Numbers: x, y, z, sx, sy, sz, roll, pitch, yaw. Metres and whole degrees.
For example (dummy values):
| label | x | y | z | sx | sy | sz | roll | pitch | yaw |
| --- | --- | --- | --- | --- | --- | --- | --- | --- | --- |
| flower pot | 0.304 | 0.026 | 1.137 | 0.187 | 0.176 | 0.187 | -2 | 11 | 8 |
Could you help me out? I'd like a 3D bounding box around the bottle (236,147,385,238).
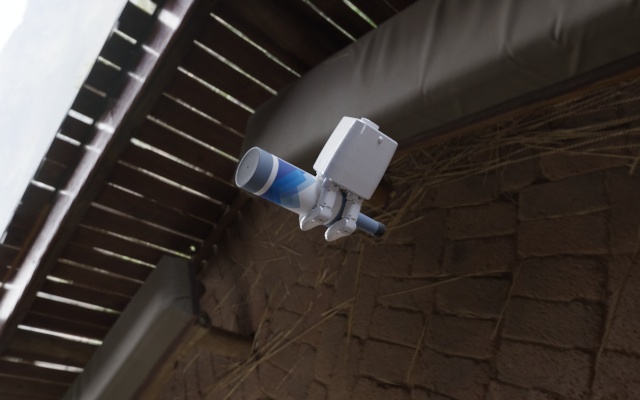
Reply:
| label | x | y | z | sx | sy | sz | roll | pitch | yaw |
| --- | --- | --- | --- | --- | --- | --- | --- | --- | --- |
| bottle | 0.000 | 0.003 | 0.804 | 0.296 | 0.069 | 0.069 | 26 | -15 | -33 |
